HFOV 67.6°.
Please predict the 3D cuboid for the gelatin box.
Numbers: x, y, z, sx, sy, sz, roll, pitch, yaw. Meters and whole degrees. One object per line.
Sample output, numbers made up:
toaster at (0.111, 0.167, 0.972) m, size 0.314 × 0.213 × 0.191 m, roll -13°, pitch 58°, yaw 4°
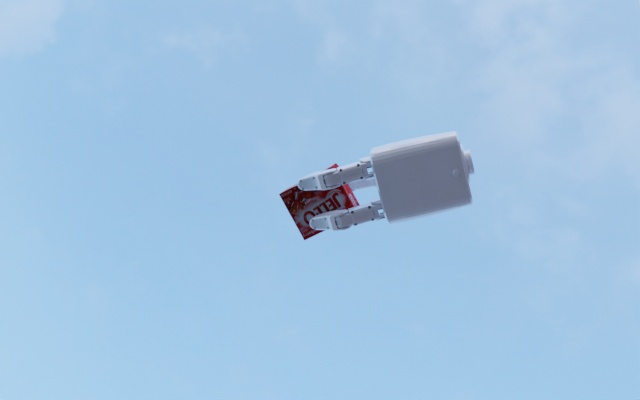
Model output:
gelatin box at (0.000, 0.002, 0.642) m, size 0.089 × 0.073 × 0.030 m, roll -26°, pitch 7°, yaw 23°
